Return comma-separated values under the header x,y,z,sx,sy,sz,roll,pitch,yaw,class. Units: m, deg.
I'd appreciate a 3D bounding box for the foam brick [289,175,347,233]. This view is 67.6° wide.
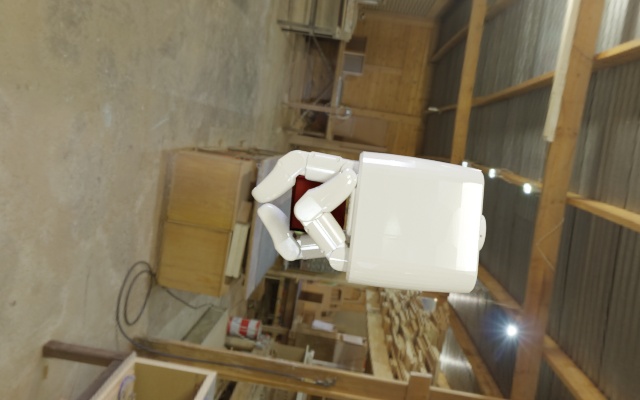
x,y,z,sx,sy,sz,roll,pitch,yaw,class
0.000,0.001,0.475,0.051,0.053,0.078,5,8,3,foam brick
